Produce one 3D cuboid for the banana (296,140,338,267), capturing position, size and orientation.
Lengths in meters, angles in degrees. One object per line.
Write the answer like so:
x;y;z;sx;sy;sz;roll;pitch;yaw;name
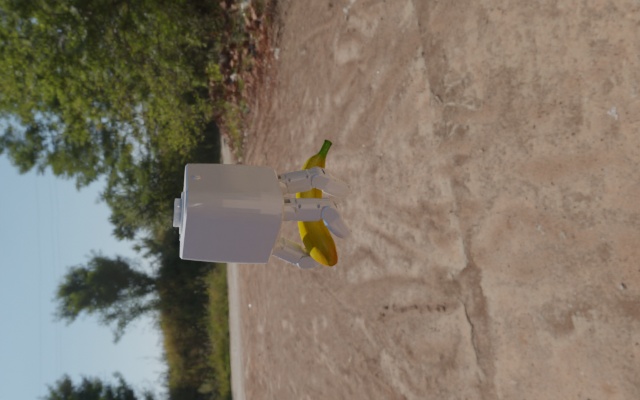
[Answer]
-0.007;0.009;0.633;0.037;0.197;0.070;12;-38;-21;banana
